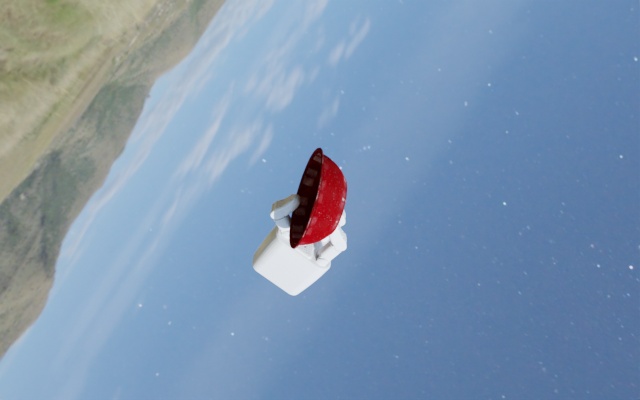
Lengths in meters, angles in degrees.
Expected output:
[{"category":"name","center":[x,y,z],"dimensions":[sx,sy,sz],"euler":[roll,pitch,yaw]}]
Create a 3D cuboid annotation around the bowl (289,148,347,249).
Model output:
[{"category":"bowl","center":[0.001,0.002,0.742],"dimensions":[0.055,0.162,0.162],"euler":[15,-3,-12]}]
